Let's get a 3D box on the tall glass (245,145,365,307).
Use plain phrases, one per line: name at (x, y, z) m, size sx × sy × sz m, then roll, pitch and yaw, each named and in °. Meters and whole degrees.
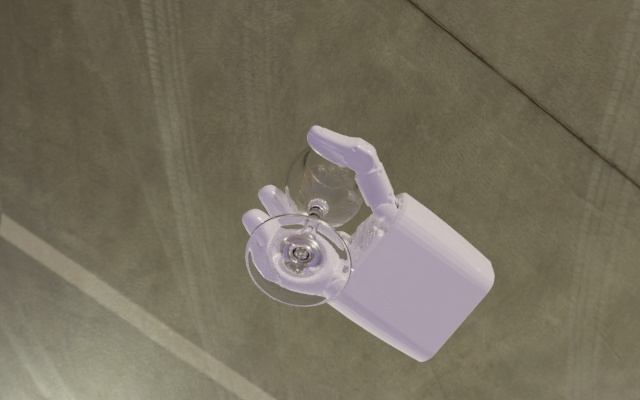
tall glass at (0.000, 0.002, 0.414) m, size 0.079 × 0.079 × 0.201 m, roll 0°, pitch 25°, yaw 10°
